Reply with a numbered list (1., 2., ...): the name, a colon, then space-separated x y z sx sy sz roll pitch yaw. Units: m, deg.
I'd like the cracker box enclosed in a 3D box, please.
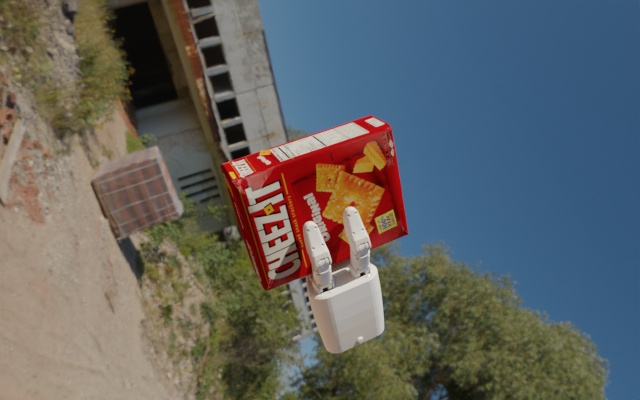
1. cracker box: 0.000 0.002 0.622 0.213 0.164 0.072 -20 28 -15
